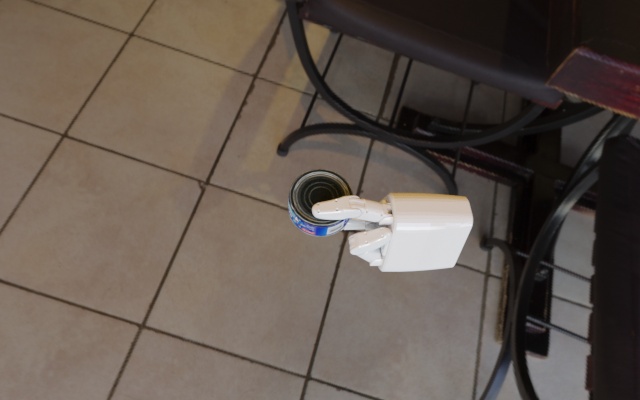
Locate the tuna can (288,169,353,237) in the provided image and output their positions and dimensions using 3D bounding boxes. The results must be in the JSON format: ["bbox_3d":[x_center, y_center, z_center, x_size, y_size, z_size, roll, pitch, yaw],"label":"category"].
[{"bbox_3d":[0.000,0.002,0.624,0.086,0.086,0.034,0,-27,-5],"label":"tuna can"}]
